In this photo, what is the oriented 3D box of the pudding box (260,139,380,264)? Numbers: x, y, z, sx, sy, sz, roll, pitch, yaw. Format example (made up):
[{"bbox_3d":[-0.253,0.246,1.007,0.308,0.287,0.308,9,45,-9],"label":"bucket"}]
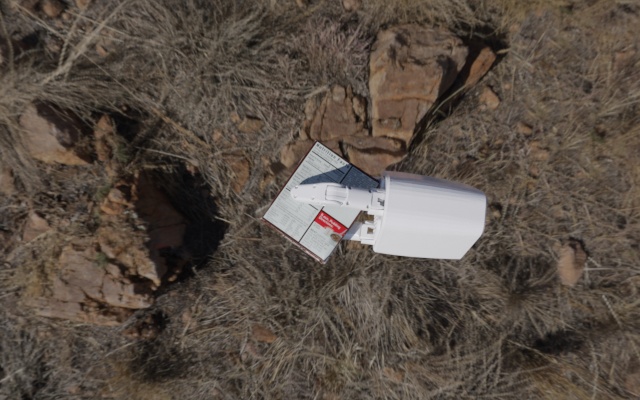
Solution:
[{"bbox_3d":[0.000,0.002,0.541,0.090,0.113,0.039,35,-7,4],"label":"pudding box"}]
